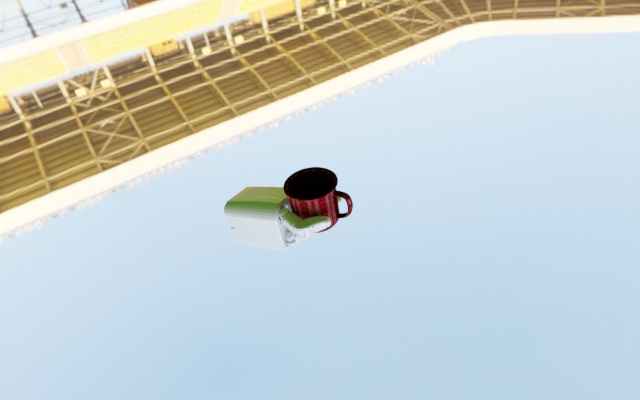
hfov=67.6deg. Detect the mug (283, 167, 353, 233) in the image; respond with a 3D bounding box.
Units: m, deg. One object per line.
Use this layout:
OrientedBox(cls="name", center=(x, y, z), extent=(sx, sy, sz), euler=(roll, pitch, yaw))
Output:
OrientedBox(cls="mug", center=(0.002, 0.003, 0.817), extent=(0.117, 0.082, 0.093), euler=(6, 42, 20))
